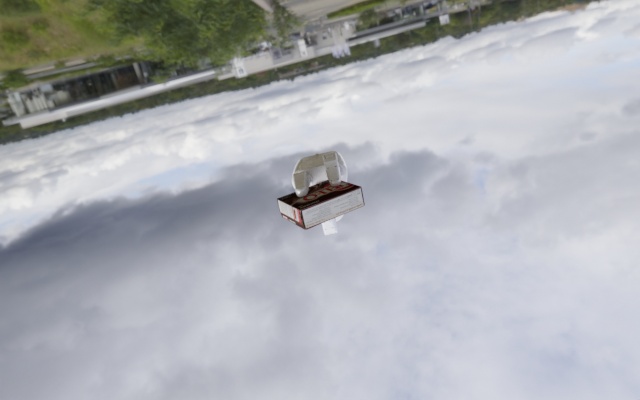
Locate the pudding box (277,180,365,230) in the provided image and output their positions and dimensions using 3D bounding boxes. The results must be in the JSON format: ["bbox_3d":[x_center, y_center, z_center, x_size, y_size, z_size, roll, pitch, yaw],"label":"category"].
[{"bbox_3d":[0.000,0.003,0.762,0.113,0.039,0.090,-23,20,-22],"label":"pudding box"}]
